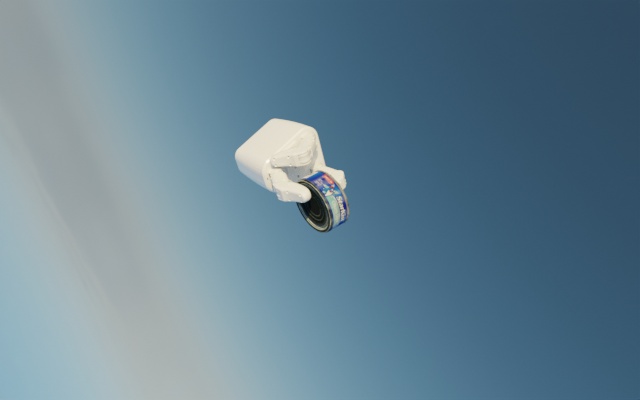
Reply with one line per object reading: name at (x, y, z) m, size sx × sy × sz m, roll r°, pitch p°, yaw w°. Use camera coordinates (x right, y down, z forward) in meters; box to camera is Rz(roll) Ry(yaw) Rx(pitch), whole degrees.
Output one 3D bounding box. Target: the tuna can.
tuna can at (0.000, 0.002, 0.679) m, size 0.033 × 0.086 × 0.086 m, roll -29°, pitch 15°, yaw -29°
